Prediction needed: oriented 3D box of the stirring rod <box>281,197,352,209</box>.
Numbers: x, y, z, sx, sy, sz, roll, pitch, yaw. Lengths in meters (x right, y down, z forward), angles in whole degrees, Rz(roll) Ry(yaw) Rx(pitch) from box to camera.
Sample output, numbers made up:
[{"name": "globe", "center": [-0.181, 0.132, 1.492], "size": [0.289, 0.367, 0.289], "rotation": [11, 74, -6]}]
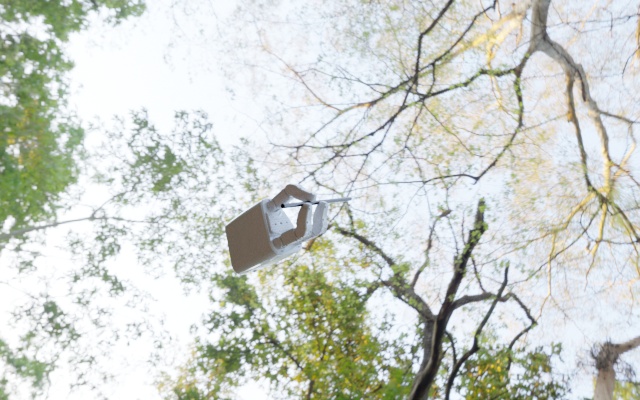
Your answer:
[{"name": "stirring rod", "center": [0.000, 0.003, 0.857], "size": [0.011, 0.011, 0.239], "rotation": [0, 3, 30]}]
